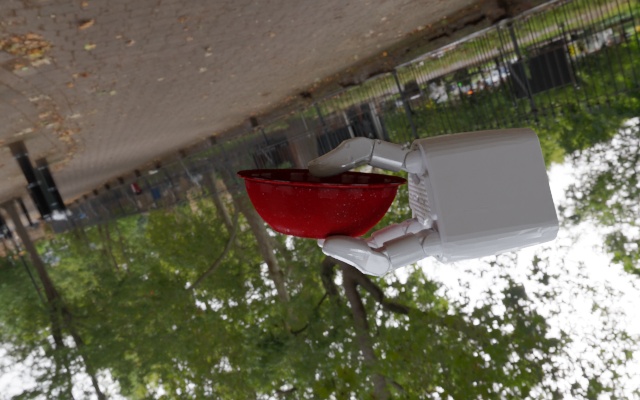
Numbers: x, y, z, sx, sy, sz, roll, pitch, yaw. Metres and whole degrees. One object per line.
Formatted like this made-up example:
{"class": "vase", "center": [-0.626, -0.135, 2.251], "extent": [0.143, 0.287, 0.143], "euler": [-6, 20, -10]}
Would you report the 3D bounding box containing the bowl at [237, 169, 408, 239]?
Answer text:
{"class": "bowl", "center": [-0.001, 0.002, 0.460], "extent": [0.162, 0.055, 0.162], "euler": [3, 7, 0]}
